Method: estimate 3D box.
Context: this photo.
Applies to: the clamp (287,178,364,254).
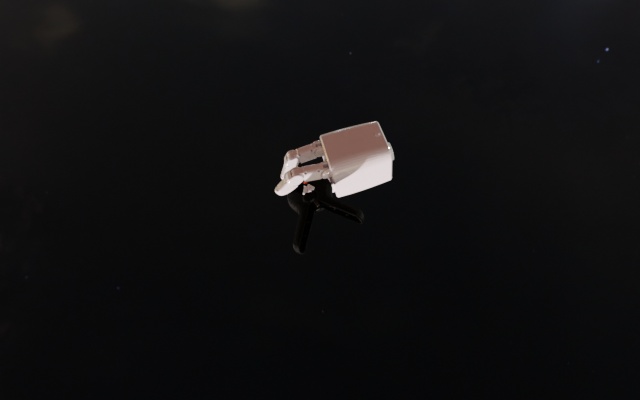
[{"bbox_3d":[0.000,0.003,0.793,0.120,0.171,0.039,-17,-40,2],"label":"clamp"}]
